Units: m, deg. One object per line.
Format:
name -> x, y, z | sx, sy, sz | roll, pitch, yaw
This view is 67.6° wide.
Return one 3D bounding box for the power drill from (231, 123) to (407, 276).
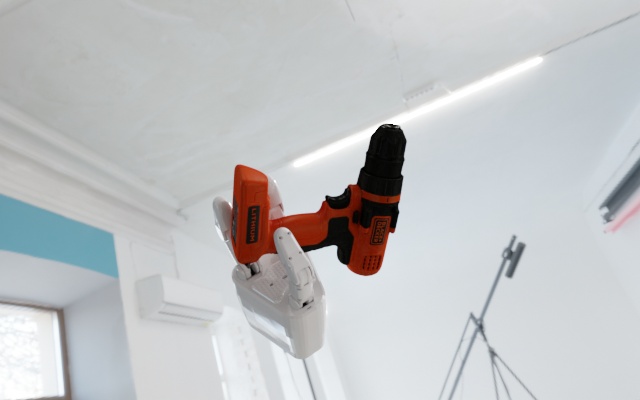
power drill -> 0.000, 0.002, 0.524 | 0.187, 0.184, 0.057 | 1, 22, -17
